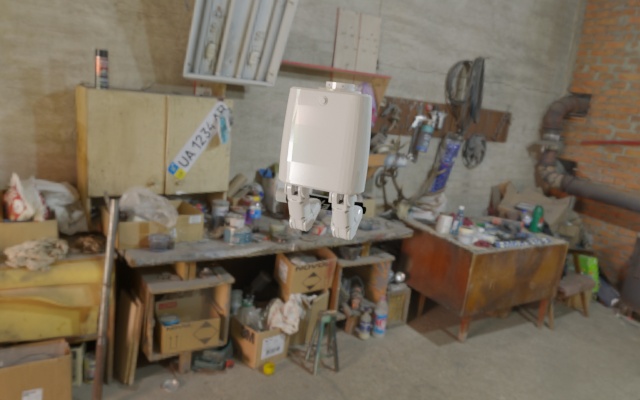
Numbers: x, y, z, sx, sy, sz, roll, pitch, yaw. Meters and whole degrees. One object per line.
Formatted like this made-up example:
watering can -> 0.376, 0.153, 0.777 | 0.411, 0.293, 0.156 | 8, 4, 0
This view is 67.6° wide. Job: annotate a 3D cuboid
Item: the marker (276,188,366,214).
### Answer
marker -> 0.000, 0.002, 0.618 | 0.121, 0.020, 0.020 | 11, 3, 19
